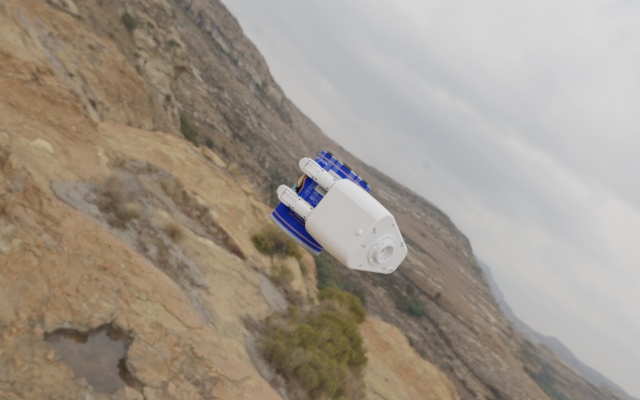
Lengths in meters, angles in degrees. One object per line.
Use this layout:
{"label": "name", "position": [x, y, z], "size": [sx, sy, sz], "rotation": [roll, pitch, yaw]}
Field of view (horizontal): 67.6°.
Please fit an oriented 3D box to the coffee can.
{"label": "coffee can", "position": [0.000, 0.003, 0.771], "size": [0.103, 0.140, 0.103], "rotation": [39, 2, -1]}
